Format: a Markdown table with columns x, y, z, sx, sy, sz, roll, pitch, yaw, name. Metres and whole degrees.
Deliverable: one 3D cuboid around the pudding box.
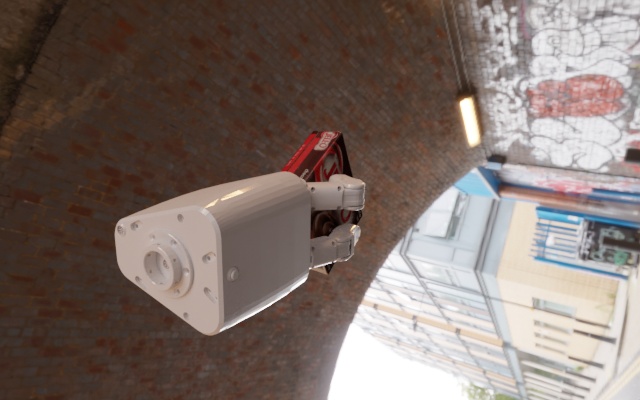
| x | y | z | sx | sy | sz | roll | pitch | yaw | name |
| --- | --- | --- | --- | --- | --- | --- | --- | --- | --- |
| 0.000 | 0.002 | 0.470 | 0.039 | 0.114 | 0.090 | 11 | 46 | 28 | pudding box |
